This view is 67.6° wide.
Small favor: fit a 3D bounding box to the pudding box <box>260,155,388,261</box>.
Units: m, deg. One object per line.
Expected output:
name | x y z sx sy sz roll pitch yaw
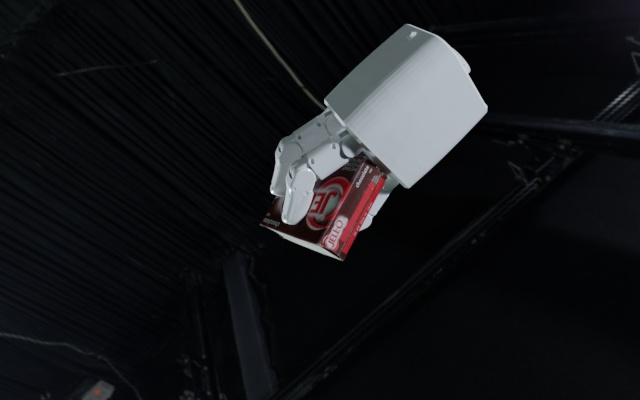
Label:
pudding box | 0.000 0.002 0.461 0.039 0.090 0.113 37 -14 -30
